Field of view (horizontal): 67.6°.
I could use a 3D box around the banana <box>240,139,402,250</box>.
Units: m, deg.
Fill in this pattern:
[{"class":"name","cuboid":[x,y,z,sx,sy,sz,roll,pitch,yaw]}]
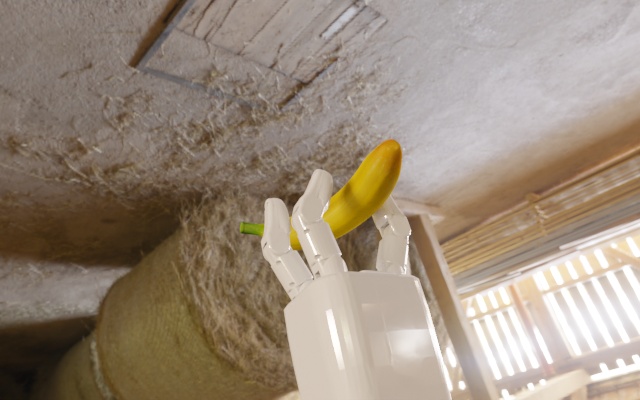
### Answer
[{"class":"banana","cuboid":[0.010,0.008,0.451,0.198,0.037,0.070,-30,-36,34]}]
